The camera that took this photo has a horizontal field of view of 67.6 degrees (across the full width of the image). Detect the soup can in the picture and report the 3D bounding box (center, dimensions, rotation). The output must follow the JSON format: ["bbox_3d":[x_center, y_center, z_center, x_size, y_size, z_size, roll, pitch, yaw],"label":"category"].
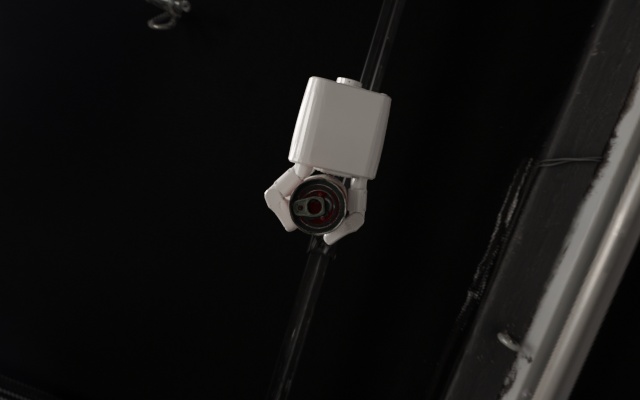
[{"bbox_3d":[0.000,0.002,0.602,0.068,0.068,0.102,0,6,4],"label":"soup can"}]
